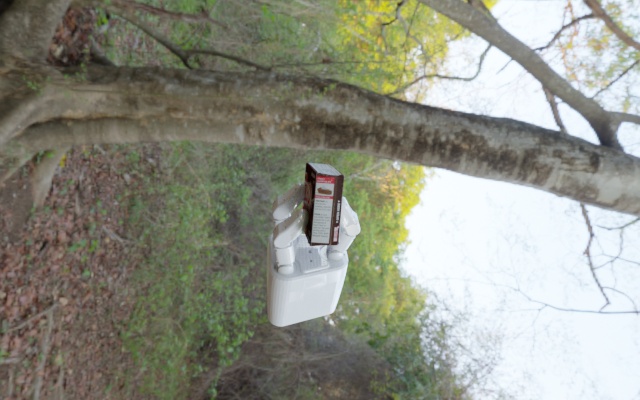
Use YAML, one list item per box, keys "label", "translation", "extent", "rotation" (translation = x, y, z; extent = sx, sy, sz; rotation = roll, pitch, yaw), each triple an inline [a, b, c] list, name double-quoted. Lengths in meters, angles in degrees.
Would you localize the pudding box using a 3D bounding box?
- label: "pudding box"
  translation: [0.000, 0.002, 0.610]
  extent: [0.039, 0.090, 0.113]
  rotation: [2, 10, -10]
